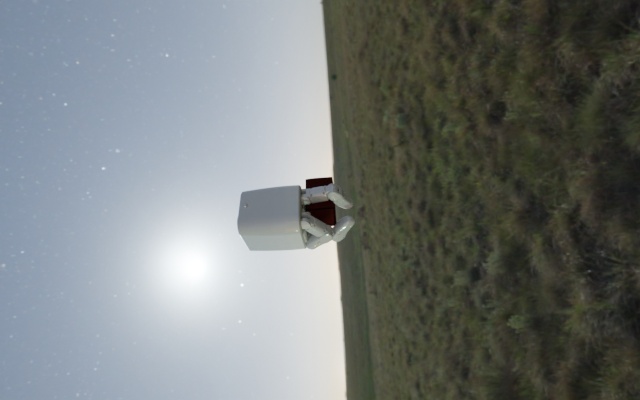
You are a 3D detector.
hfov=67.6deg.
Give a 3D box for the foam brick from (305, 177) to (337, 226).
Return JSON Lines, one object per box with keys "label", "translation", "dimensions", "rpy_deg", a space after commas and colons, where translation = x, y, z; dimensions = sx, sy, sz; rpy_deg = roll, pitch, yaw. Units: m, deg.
{"label": "foam brick", "translation": [0.000, 0.003, 0.864], "dimensions": [0.051, 0.078, 0.053], "rpy_deg": [-5, -43, 3]}
